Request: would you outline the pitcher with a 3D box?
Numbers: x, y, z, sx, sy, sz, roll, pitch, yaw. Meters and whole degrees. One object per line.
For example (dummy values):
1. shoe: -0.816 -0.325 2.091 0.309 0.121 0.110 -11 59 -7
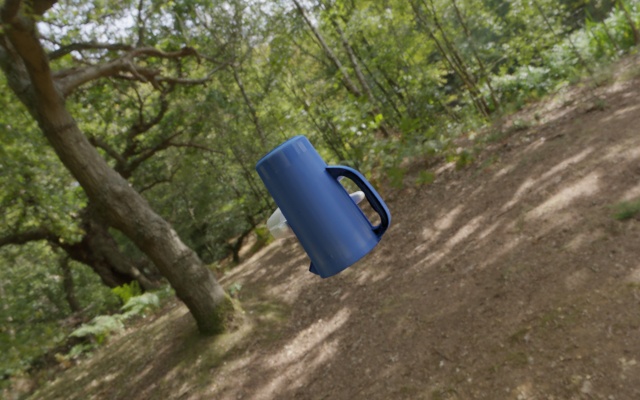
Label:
1. pitcher: 0.000 0.003 0.857 0.149 0.243 0.145 -35 4 -23
